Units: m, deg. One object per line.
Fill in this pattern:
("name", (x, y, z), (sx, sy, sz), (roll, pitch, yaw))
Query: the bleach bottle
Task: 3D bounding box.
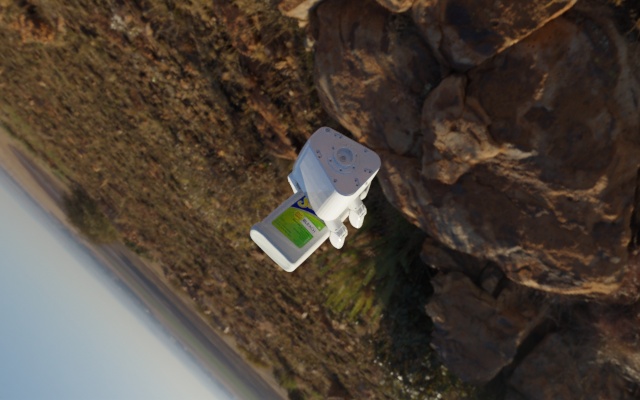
("bleach bottle", (0.000, 0.003, 0.832), (0.250, 0.102, 0.068), (-45, -3, -24))
